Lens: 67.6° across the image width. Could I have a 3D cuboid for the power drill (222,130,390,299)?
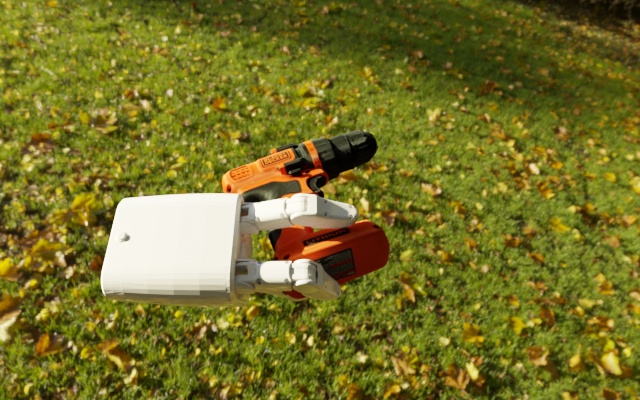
[{"bbox_3d":[0.000,0.002,0.495,0.184,0.057,0.187,-21,39,-6],"label":"power drill"}]
